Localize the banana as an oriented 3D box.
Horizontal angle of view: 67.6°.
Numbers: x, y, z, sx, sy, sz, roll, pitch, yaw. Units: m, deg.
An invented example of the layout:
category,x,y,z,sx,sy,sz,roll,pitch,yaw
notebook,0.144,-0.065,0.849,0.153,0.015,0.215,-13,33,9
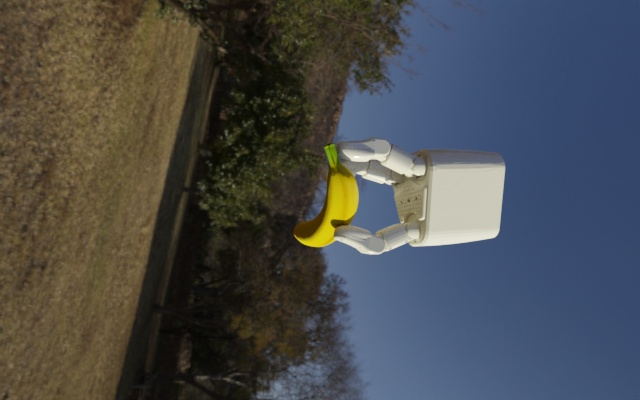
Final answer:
category,x,y,z,sx,sy,sz,roll,pitch,yaw
banana,0.007,0.016,0.577,0.037,0.069,0.198,-10,-29,-23
